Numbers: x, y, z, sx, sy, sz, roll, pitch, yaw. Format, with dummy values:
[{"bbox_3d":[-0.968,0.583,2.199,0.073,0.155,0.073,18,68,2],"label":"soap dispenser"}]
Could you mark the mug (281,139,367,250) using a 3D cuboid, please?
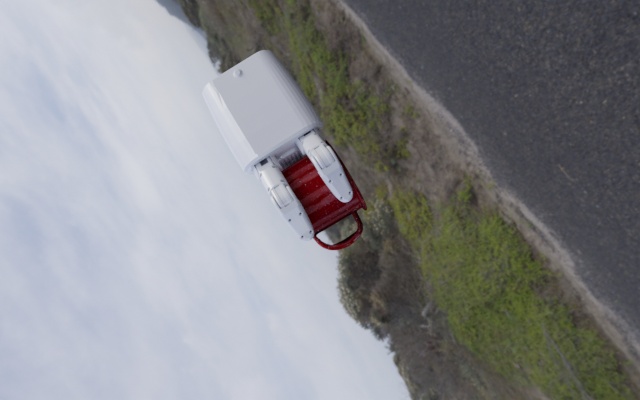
[{"bbox_3d":[0.001,0.003,0.533,0.081,0.117,0.093,-31,-12,-1],"label":"mug"}]
